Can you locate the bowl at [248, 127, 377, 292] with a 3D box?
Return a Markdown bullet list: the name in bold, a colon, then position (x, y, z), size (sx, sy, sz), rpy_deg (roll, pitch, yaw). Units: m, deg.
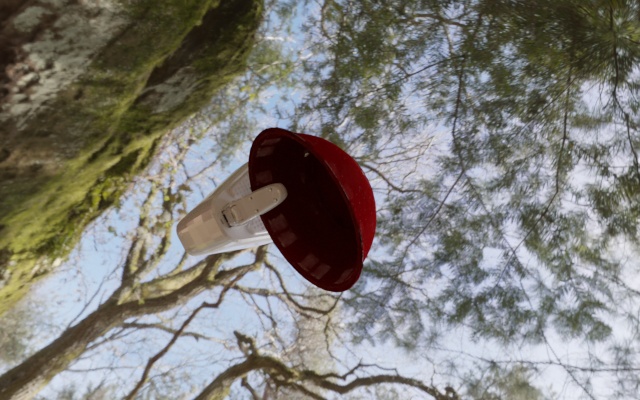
- **bowl**: position (0.001, 0.001, 0.443), size (0.055, 0.162, 0.162), rpy_deg (-28, 15, -31)
